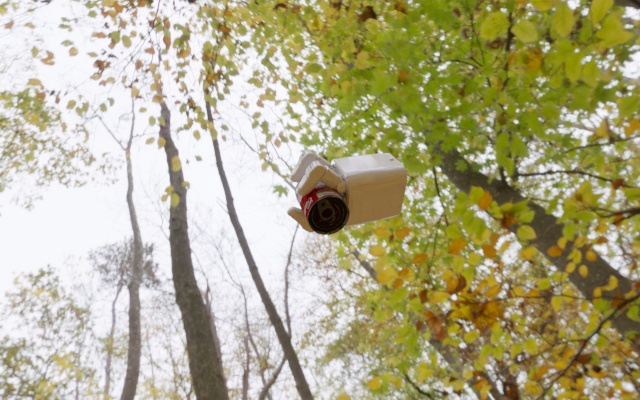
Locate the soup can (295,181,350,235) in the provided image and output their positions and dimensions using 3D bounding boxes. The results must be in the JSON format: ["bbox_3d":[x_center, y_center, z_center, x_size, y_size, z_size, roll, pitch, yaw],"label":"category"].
[{"bbox_3d":[0.000,0.003,0.786,0.068,0.068,0.102,0,26,-17],"label":"soup can"}]
